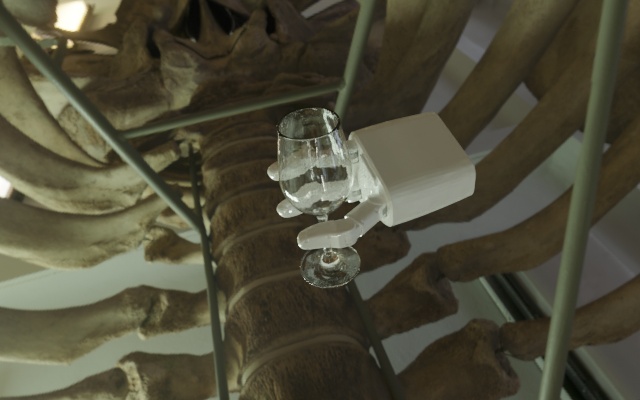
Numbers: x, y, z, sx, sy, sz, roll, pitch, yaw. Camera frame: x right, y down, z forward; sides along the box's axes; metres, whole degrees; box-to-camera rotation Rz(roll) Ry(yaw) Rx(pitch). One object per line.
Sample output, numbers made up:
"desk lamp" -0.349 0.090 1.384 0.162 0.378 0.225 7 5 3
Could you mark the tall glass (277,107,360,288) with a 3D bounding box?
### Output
"tall glass" 0.000 0.002 0.519 0.079 0.201 0.079 -5 40 5
